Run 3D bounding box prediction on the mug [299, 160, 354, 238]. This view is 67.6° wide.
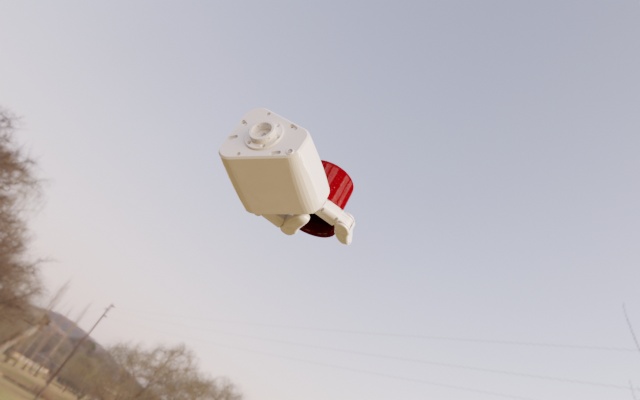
[{"bbox_3d":[0.001,0.003,0.711,0.093,0.081,0.117,14,-33,25],"label":"mug"}]
